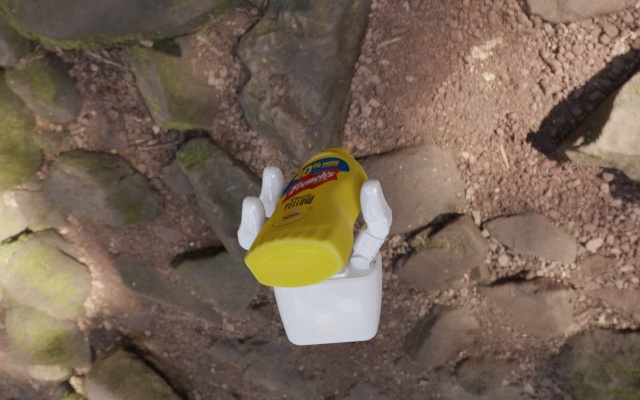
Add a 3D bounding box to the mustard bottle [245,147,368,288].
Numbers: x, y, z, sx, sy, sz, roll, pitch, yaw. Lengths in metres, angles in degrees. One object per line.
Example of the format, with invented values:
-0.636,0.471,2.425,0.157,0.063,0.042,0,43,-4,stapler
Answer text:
0.000,0.001,0.487,0.096,0.058,0.191,-17,29,29,mustard bottle
